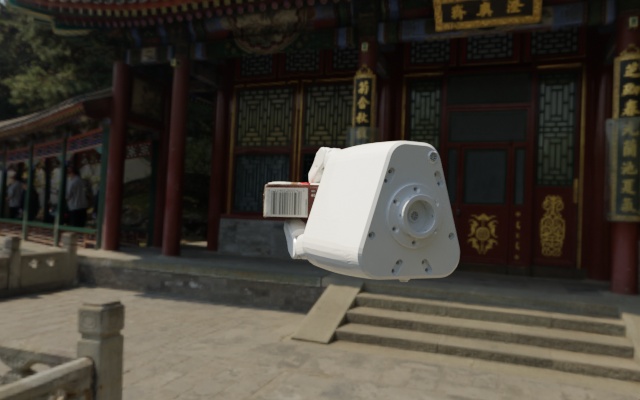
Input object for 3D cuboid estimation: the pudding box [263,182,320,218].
[{"bbox_3d":[0.000,0.002,0.530,0.113,0.039,0.090,3,-1,5],"label":"pudding box"}]
